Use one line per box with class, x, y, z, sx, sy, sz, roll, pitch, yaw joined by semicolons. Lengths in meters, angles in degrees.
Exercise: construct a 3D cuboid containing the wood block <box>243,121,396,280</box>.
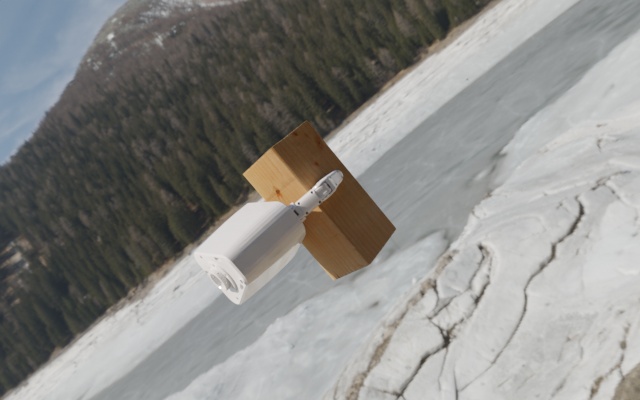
wood block;0.000;0.002;0.695;0.091;0.206;0.090;-33;9;47
